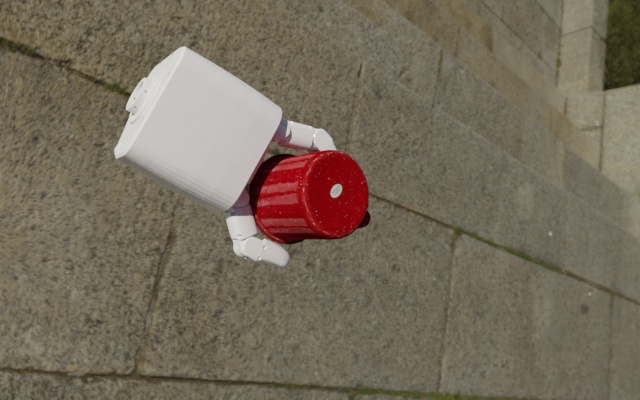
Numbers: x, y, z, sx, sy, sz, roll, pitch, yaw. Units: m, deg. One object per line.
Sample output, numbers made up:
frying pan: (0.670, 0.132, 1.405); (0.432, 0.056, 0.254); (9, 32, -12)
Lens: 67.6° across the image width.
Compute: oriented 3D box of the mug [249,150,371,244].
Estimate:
mug: (0.001, 0.002, 0.464); (0.117, 0.093, 0.081); (31, -21, -32)
